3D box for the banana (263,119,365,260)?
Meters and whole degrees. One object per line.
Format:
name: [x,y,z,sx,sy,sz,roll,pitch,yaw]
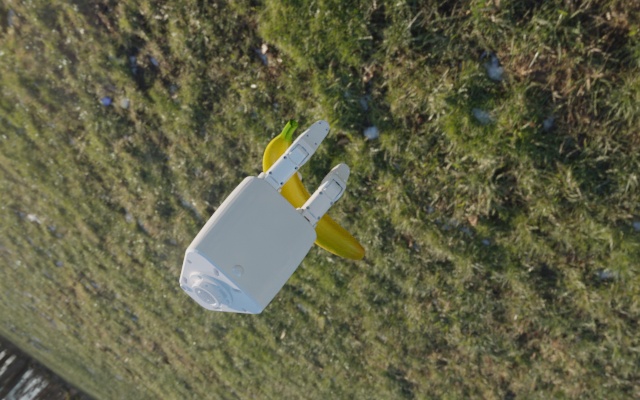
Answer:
banana: [-0.016,0.002,0.571,0.069,0.198,0.037,-10,32,36]
